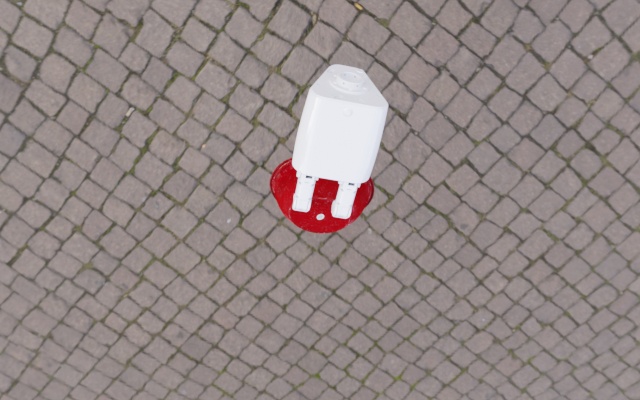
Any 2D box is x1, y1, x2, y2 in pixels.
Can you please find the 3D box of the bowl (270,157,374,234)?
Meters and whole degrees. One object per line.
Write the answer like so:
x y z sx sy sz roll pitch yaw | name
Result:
0.000 0.004 0.721 0.162 0.055 0.162 3 -37 2 | bowl
